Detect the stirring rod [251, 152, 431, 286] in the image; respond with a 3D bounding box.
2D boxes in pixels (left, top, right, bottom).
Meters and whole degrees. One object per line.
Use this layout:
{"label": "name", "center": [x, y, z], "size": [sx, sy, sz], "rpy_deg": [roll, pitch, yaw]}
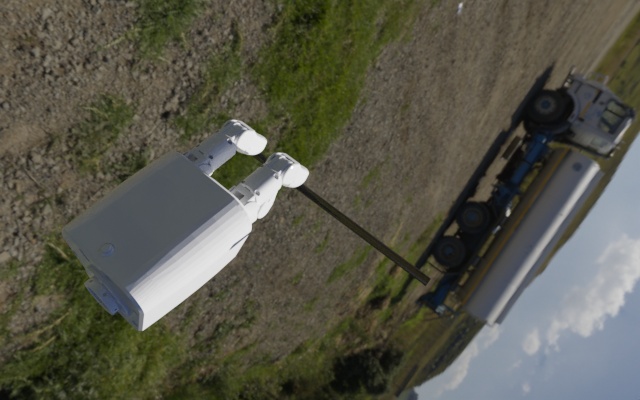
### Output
{"label": "stirring rod", "center": [0.000, 0.001, 0.443], "size": [0.239, 0.011, 0.011], "rpy_deg": [37, 13, 18]}
